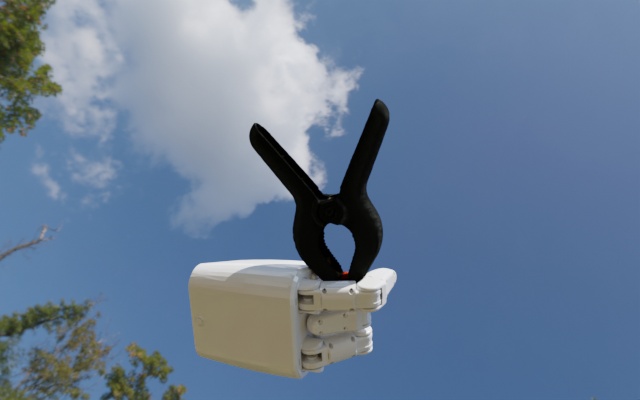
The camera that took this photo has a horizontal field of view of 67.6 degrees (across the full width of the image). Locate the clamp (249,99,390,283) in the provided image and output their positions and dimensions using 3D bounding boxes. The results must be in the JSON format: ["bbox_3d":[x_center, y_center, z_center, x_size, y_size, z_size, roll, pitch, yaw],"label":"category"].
[{"bbox_3d":[0.000,0.001,0.415,0.120,0.171,0.039,1,10,18],"label":"clamp"}]
